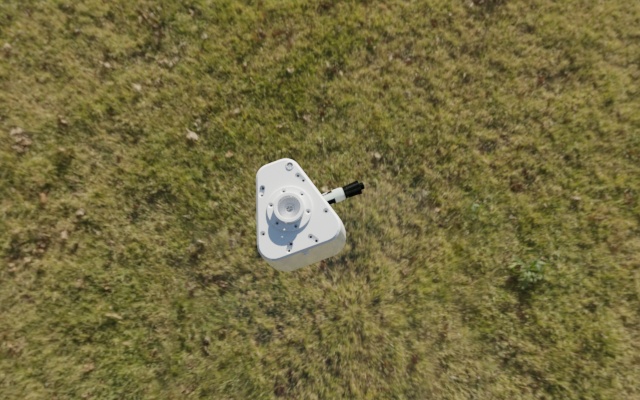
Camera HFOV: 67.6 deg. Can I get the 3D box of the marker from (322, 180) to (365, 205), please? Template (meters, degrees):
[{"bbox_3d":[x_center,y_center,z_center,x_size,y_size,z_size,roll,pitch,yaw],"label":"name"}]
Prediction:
[{"bbox_3d":[0.000,0.002,0.621,0.121,0.020,0.020,-21,0,-1],"label":"marker"}]
